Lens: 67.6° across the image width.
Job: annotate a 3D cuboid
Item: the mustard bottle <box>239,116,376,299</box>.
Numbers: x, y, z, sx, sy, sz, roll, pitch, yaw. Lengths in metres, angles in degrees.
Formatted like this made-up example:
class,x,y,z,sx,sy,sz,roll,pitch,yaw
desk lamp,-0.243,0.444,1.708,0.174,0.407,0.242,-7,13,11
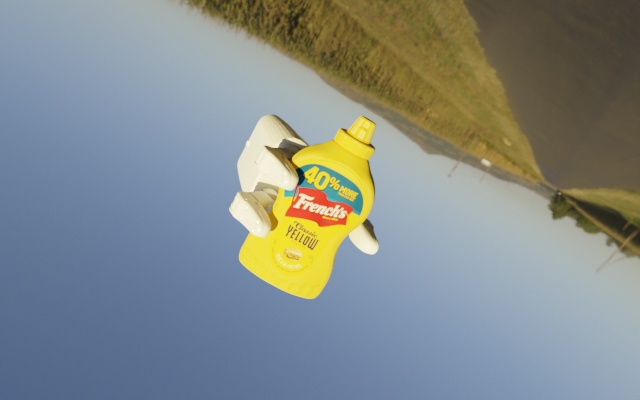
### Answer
class,x,y,z,sx,sy,sz,roll,pitch,yaw
mustard bottle,0.000,0.002,0.486,0.096,0.192,0.058,29,16,-4
